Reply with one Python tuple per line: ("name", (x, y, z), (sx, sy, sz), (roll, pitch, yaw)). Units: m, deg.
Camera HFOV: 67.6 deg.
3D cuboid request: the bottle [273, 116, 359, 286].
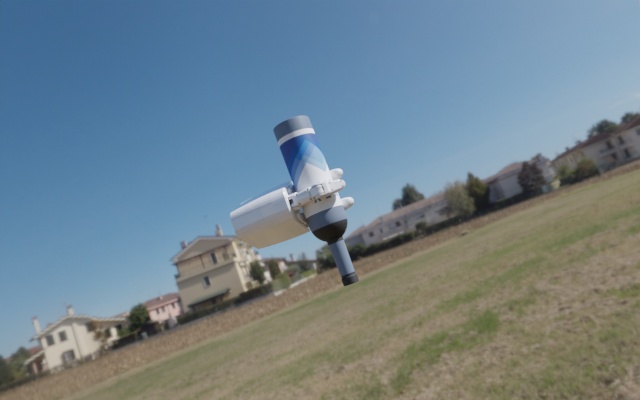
("bottle", (0.000, 0.002, 0.817), (0.069, 0.295, 0.069), (-20, -7, -3))
